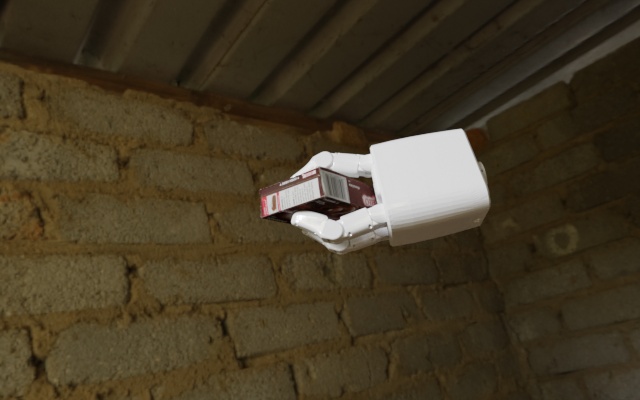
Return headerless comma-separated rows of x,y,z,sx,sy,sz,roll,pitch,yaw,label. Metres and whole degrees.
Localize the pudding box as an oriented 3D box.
0.000,0.002,0.549,0.090,0.039,0.113,-20,-23,33,pudding box
